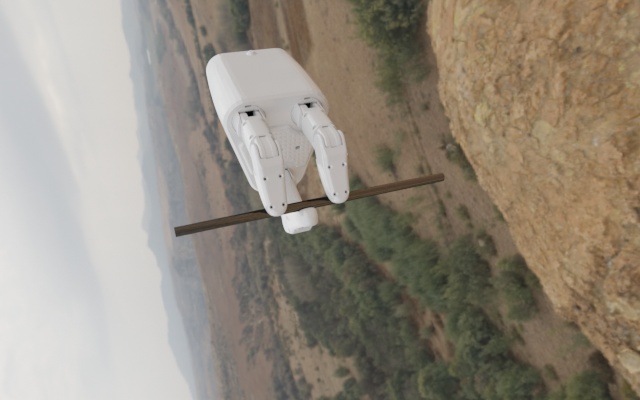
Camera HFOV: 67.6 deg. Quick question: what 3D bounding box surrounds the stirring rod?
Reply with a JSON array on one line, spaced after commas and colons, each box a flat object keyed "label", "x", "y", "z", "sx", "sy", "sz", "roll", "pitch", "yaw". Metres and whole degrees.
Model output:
[{"label": "stirring rod", "x": 0.000, "y": 0.001, "z": 0.404, "sx": 0.239, "sy": 0.011, "sz": 0.011, "roll": -12, "pitch": 3, "yaw": -18}]
